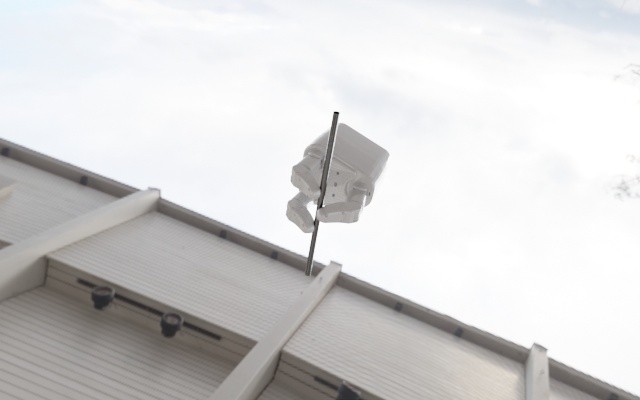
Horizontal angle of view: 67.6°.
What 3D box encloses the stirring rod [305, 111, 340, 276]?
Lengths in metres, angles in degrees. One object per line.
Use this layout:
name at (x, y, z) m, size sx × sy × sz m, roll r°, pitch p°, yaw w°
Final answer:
stirring rod at (0.000, 0.002, 0.596) m, size 0.011 × 0.240 × 0.011 m, roll 7°, pitch 33°, yaw -5°
